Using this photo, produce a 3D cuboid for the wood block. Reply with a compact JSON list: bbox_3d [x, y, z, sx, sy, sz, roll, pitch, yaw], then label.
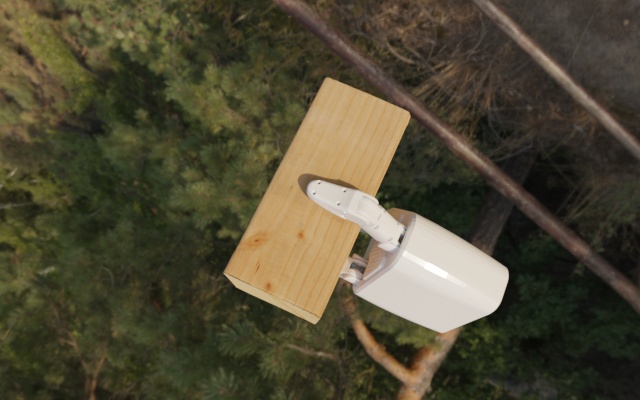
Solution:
[{"bbox_3d":[0.000,0.002,0.459,0.090,0.206,0.091,24,-17,4],"label":"wood block"}]
